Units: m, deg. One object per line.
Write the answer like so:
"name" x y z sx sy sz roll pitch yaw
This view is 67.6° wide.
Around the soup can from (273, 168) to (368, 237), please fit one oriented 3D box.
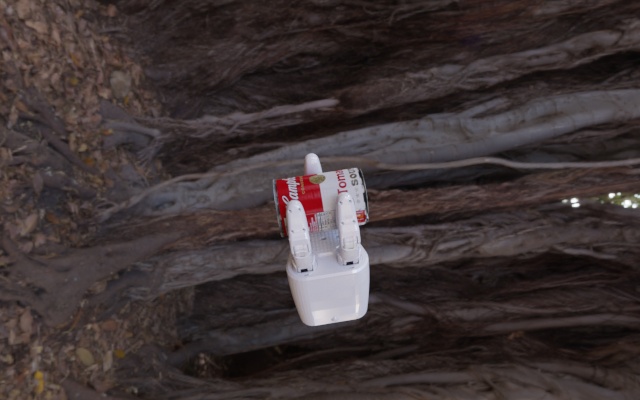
"soup can" 0.000 0.001 0.556 0.102 0.068 0.068 -9 0 -2
